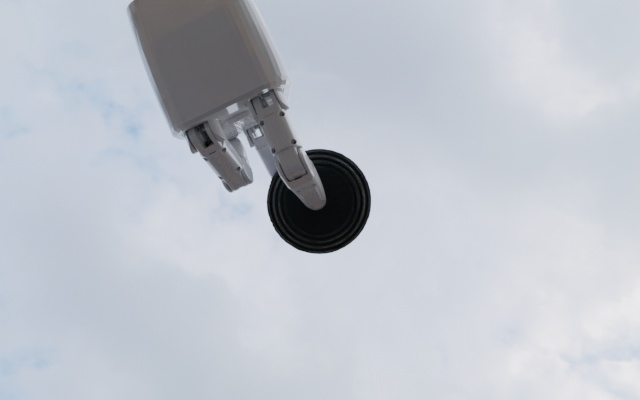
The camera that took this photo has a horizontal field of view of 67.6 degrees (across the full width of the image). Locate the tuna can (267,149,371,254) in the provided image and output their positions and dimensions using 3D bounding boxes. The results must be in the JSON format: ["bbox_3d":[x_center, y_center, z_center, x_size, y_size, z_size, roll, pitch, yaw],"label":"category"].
[{"bbox_3d":[0.000,0.001,0.404,0.086,0.086,0.034,0,-3,7],"label":"tuna can"}]
